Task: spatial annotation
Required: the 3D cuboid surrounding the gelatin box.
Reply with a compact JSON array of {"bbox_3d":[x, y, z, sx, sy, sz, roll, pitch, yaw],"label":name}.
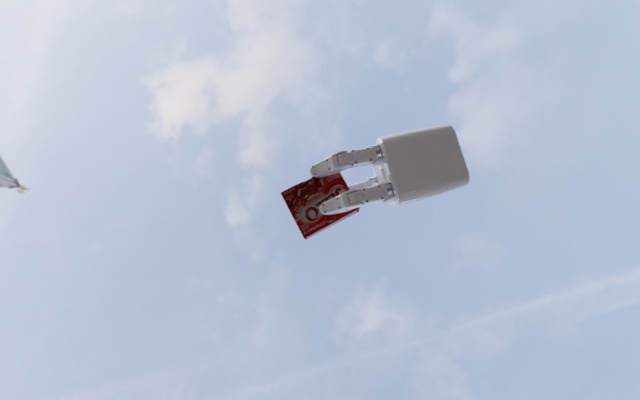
[{"bbox_3d":[0.000,0.002,0.670,0.089,0.073,0.030,-28,-10,-3],"label":"gelatin box"}]
